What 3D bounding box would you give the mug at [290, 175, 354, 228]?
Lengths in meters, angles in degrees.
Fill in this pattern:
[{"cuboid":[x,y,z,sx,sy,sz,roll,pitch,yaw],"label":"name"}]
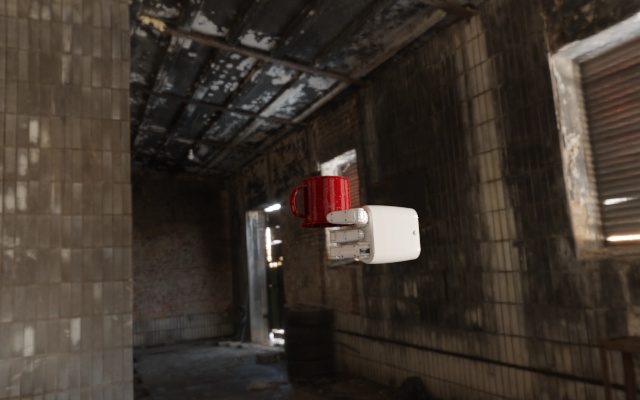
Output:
[{"cuboid":[-0.001,0.002,0.824,0.117,0.081,0.093,2,-9,-29],"label":"mug"}]
